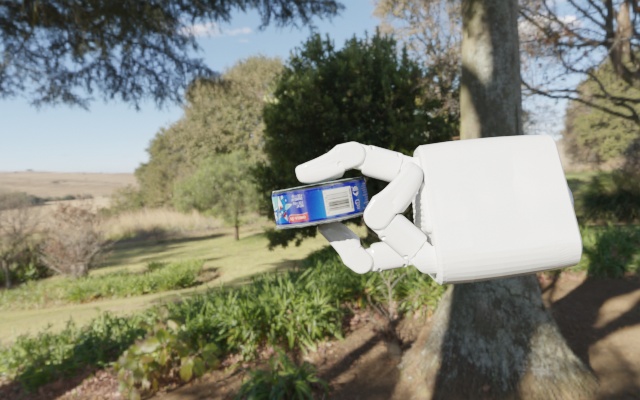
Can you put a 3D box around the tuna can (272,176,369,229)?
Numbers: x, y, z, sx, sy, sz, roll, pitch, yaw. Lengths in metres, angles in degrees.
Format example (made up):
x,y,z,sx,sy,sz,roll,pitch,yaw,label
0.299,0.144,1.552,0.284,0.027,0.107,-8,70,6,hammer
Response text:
x,y,z,sx,sy,sz,roll,pitch,yaw,label
0.000,0.001,0.428,0.086,0.034,0.086,-10,2,0,tuna can
